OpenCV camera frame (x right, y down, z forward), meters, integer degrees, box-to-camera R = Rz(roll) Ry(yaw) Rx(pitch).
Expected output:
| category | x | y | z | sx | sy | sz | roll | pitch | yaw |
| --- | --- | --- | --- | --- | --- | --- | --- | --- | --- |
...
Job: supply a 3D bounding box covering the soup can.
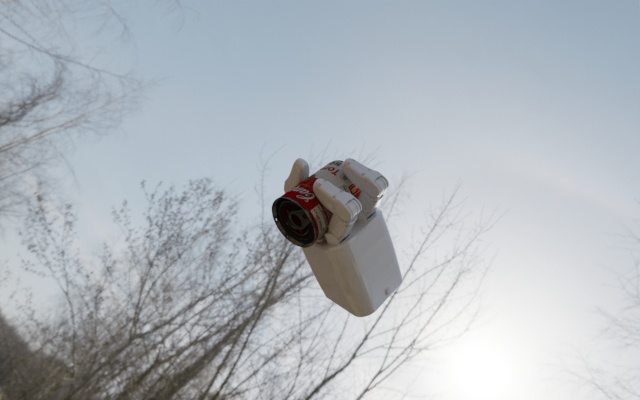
| category | x | y | z | sx | sy | sz | roll | pitch | yaw |
| --- | --- | --- | --- | --- | --- | --- | --- | --- | --- |
| soup can | 0.000 | 0.001 | 0.582 | 0.068 | 0.068 | 0.102 | 0 | 29 | 47 |
